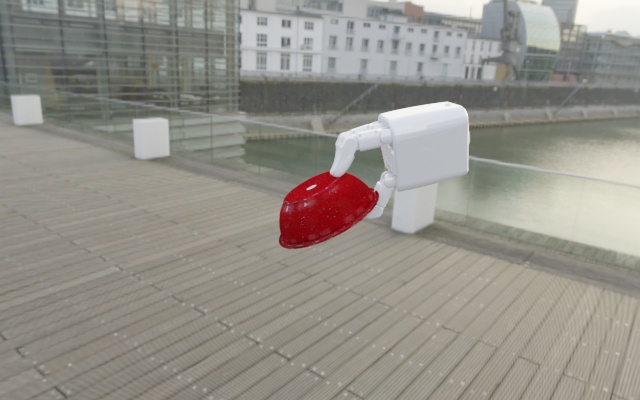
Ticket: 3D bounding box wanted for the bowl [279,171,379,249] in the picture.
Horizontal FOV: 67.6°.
[{"bbox_3d":[-0.001,0.003,0.685,0.162,0.055,0.162,-25,17,8],"label":"bowl"}]
